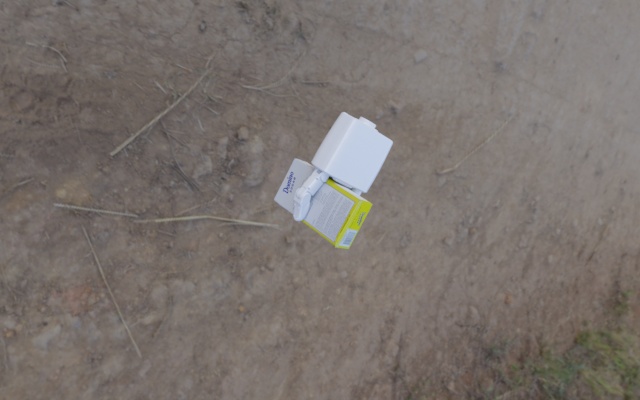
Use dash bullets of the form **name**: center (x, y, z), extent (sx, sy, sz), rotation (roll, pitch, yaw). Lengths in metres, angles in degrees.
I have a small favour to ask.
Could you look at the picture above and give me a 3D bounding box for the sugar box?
- **sugar box**: center (0.001, 0.003, 0.857), extent (0.048, 0.093, 0.176), rotation (16, 15, -49)
